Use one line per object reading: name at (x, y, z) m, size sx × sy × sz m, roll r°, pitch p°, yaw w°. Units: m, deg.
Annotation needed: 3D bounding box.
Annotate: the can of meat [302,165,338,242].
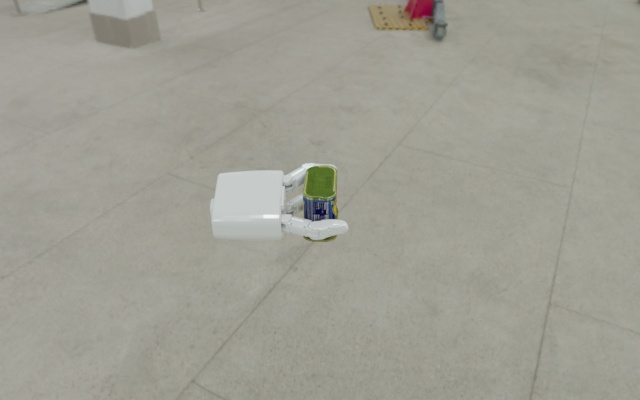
can of meat at (0.000, 0.002, 0.771) m, size 0.057 × 0.084 × 0.102 m, roll 1°, pitch 35°, yaw 3°
